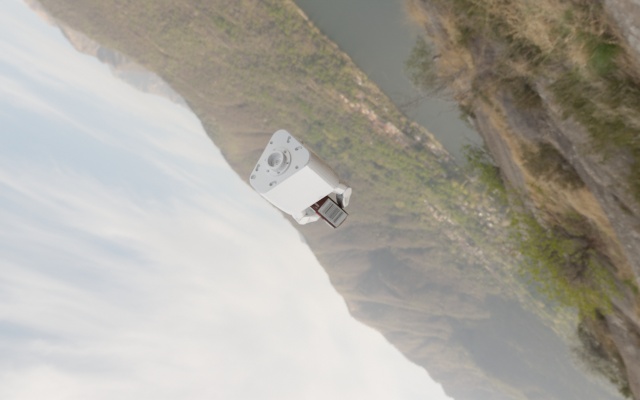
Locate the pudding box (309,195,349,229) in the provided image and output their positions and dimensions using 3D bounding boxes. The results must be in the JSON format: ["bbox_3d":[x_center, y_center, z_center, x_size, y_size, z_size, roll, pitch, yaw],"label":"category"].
[{"bbox_3d":[0.000,0.003,0.892,0.113,0.039,0.090,43,3,4],"label":"pudding box"}]
